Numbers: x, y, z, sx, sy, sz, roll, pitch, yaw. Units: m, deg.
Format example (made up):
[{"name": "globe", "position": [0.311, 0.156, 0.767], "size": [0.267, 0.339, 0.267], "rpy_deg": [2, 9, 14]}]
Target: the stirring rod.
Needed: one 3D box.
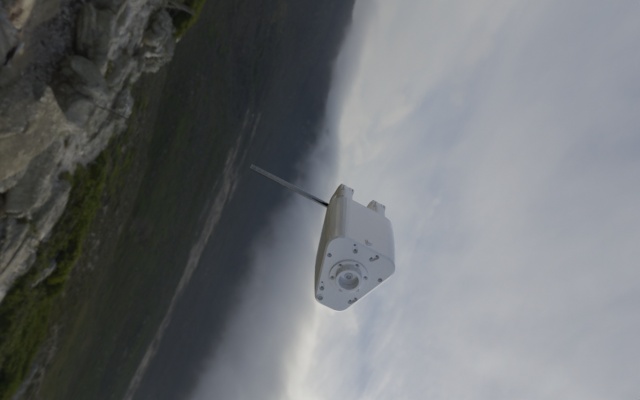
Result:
[{"name": "stirring rod", "position": [0.000, 0.002, 0.742], "size": [0.239, 0.011, 0.011], "rpy_deg": [27, -4, -9]}]
